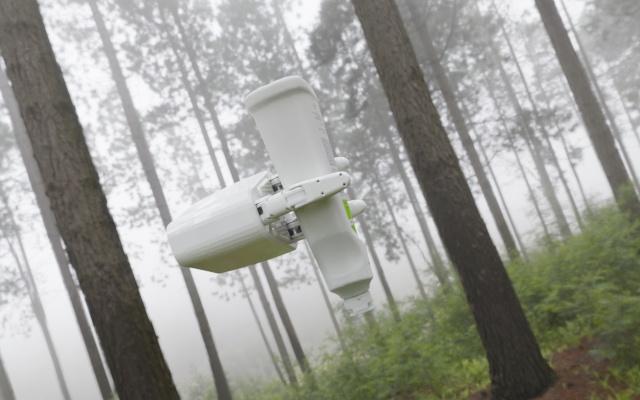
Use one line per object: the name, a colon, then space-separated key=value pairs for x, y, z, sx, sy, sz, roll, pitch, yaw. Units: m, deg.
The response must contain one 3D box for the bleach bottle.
bleach bottle: x=0.000 y=0.002 z=0.511 sx=0.068 sy=0.251 sz=0.102 roll=-21 pitch=-4 yaw=12
